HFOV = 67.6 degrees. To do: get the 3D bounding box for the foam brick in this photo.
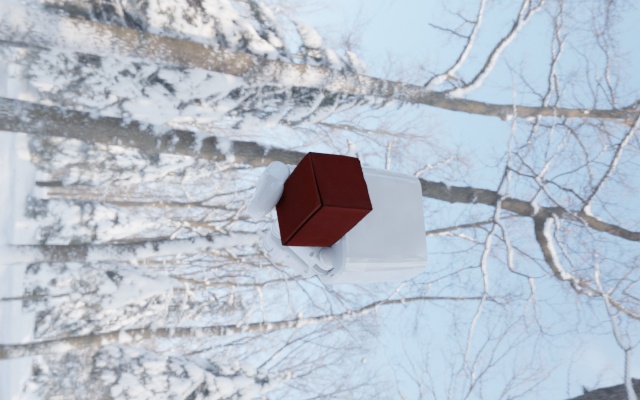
[{"bbox_3d":[0.000,0.001,0.415,0.051,0.053,0.078,4,-31,-29],"label":"foam brick"}]
